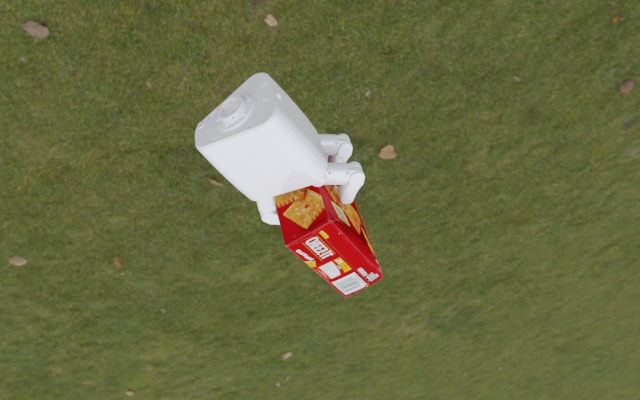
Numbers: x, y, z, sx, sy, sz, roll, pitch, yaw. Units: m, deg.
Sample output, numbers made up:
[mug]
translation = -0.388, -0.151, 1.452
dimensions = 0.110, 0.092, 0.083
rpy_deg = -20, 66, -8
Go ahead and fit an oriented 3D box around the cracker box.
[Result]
[cracker box]
translation = 0.000, 0.002, 0.656
dimensions = 0.072, 0.213, 0.164
rpy_deg = -29, -42, 13
